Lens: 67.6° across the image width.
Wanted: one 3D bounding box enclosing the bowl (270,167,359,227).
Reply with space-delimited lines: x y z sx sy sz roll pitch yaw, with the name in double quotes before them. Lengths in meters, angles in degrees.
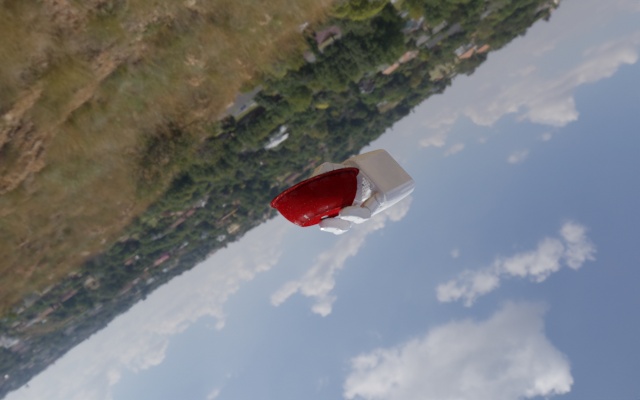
"bowl" -0.001 0.003 0.803 0.162 0.055 0.162 -21 -11 -4
